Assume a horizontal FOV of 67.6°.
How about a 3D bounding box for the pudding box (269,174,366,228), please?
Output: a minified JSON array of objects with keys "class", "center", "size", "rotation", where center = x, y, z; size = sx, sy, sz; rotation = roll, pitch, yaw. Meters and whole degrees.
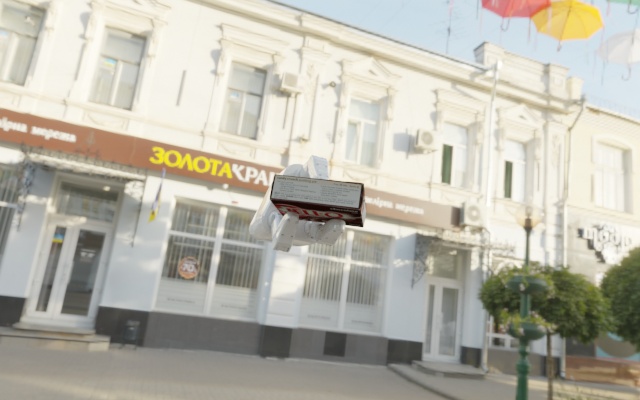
[{"class":"pudding box","center":[0.000,0.002,0.603],"size":[0.113,0.039,0.090],"rotation":[4,-15,9]}]
